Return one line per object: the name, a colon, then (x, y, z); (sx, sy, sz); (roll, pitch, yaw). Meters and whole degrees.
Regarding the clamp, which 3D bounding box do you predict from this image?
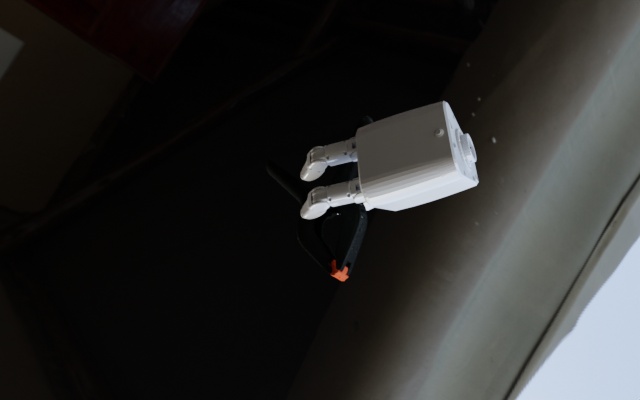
clamp: (0.001, 0.003, 0.611); (0.164, 0.210, 0.036); (-16, -30, 26)
